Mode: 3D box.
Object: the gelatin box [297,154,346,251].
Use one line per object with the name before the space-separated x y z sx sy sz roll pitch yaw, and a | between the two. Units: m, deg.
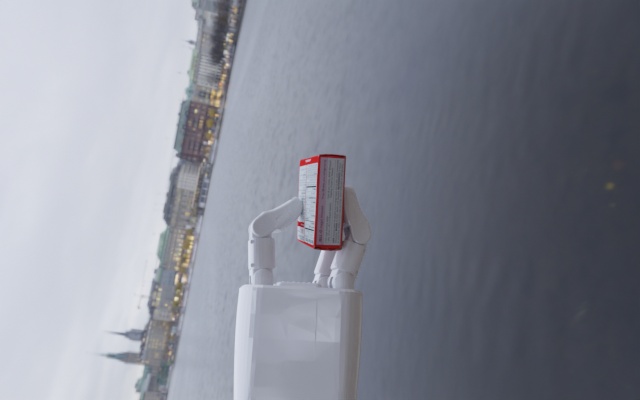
gelatin box | 0.000 0.001 0.469 0.030 0.089 0.073 2 0 -16
